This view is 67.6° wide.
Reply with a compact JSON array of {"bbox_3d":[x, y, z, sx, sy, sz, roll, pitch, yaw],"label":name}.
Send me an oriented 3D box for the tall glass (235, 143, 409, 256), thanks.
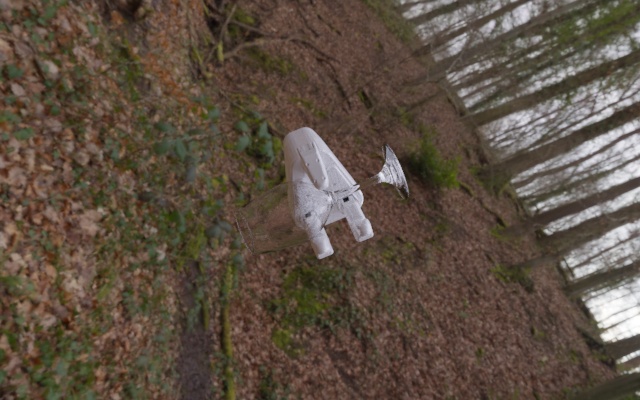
[{"bbox_3d":[0.001,0.002,0.583,0.201,0.079,0.079,-22,0,-1],"label":"tall glass"}]
